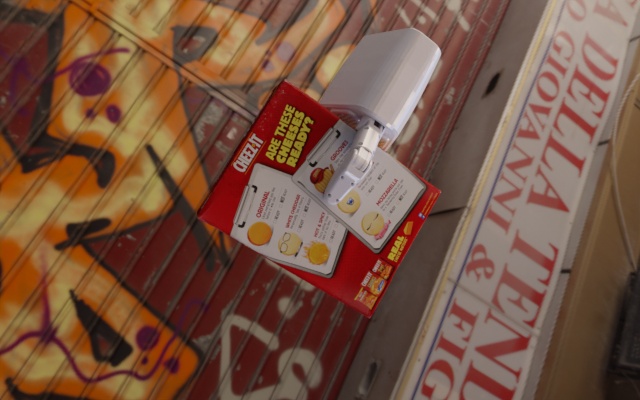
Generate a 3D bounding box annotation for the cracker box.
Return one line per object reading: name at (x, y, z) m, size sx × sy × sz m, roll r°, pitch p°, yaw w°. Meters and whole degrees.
cracker box at (0.000, 0.002, 0.521) m, size 0.214 × 0.164 × 0.072 m, roll 33°, pitch -8°, yaw -15°
